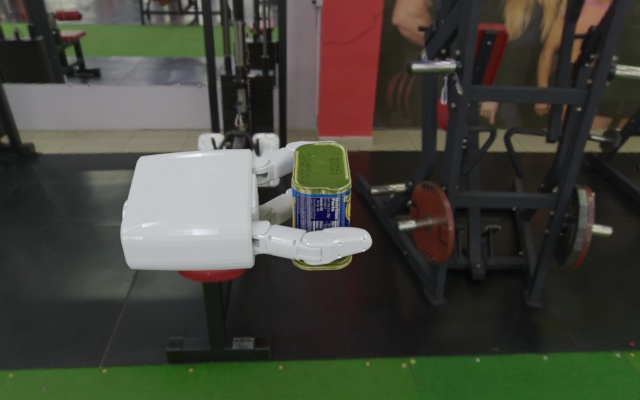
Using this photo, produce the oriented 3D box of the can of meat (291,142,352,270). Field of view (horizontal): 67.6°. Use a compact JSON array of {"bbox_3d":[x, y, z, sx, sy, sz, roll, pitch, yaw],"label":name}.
[{"bbox_3d":[0.000,0.001,0.454,0.057,0.084,0.102,-1,31,-1],"label":"can of meat"}]
